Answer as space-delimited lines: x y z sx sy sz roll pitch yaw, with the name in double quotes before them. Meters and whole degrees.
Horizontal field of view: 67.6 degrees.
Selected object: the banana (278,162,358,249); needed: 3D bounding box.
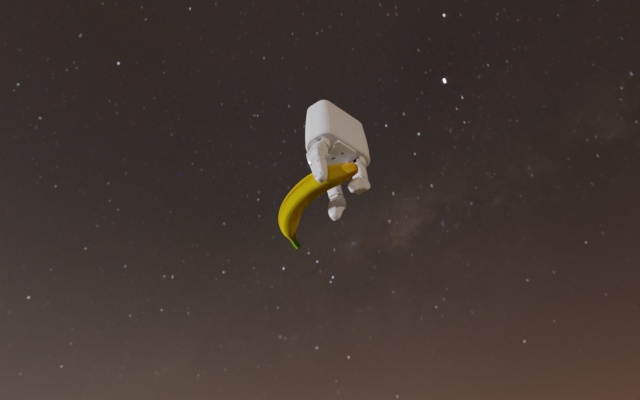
"banana" -0.018 -0.002 0.781 0.069 0.198 0.037 24 36 -20
